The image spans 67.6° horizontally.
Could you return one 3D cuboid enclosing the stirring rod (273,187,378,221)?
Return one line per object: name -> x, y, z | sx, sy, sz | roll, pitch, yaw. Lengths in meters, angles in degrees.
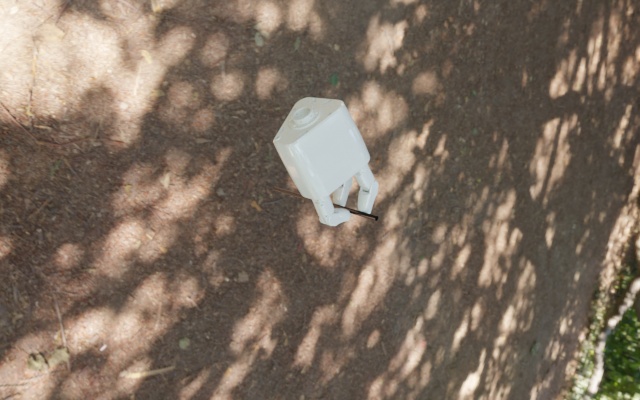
stirring rod -> 0.000, 0.003, 0.813 | 0.239, 0.011, 0.011 | 16, 11, 42
